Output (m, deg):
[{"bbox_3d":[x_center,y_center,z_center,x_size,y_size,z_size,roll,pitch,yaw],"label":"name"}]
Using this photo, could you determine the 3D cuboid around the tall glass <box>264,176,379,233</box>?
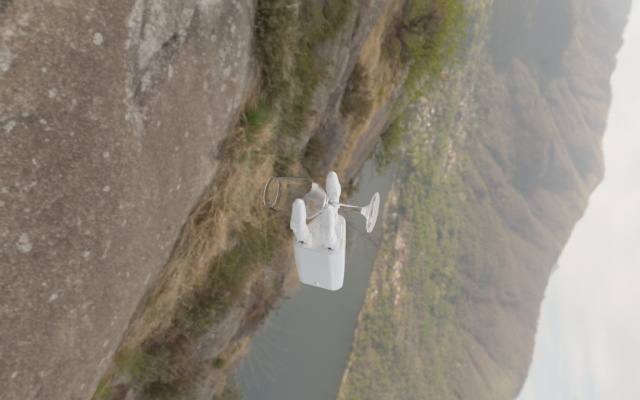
[{"bbox_3d":[0.001,0.003,0.865,0.201,0.079,0.079,12,4,18],"label":"tall glass"}]
